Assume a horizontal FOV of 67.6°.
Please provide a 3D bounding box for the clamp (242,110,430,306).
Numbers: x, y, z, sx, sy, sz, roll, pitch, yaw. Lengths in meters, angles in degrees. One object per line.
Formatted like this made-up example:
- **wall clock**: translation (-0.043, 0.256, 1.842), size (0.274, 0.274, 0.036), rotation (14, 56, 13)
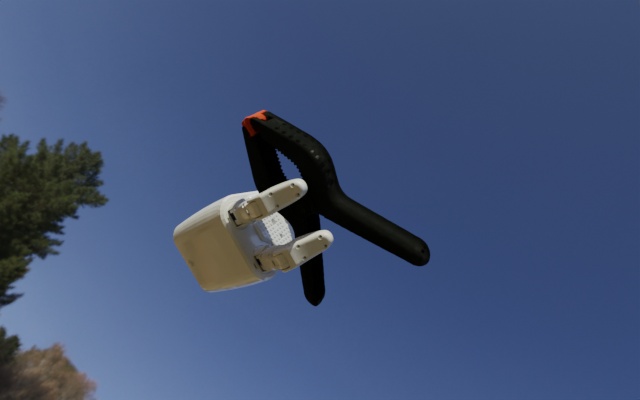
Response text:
- **clamp**: translation (0.000, 0.001, 0.463), size (0.164, 0.210, 0.036), rotation (-22, 10, 40)
